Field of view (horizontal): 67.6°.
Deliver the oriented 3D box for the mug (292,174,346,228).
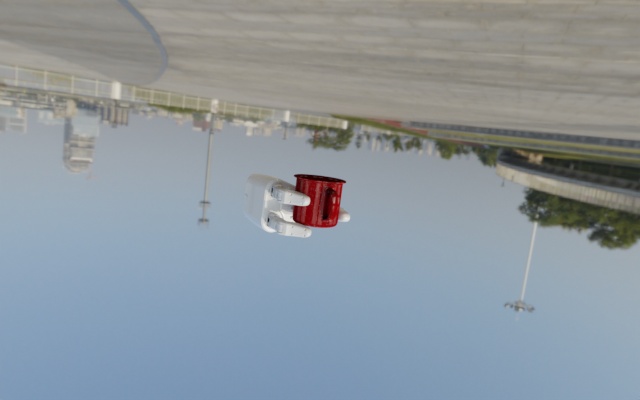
[{"bbox_3d":[0.001,0.003,0.826,0.093,0.081,0.117,2,10,-29],"label":"mug"}]
